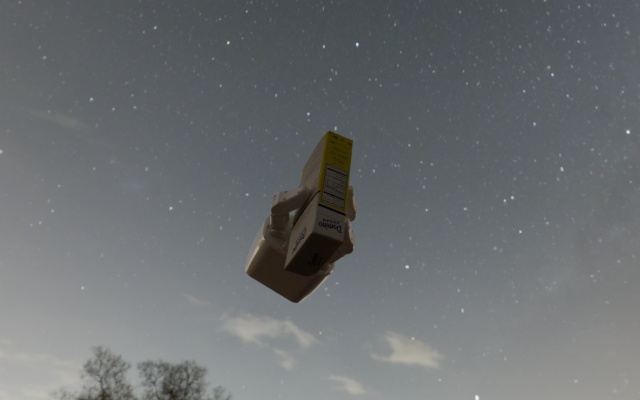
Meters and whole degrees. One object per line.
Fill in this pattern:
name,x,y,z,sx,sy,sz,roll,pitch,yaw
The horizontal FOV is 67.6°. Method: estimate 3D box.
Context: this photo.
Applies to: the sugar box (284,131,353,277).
sugar box,0.001,0.002,0.619,0.048,0.176,0.093,19,-41,-16
